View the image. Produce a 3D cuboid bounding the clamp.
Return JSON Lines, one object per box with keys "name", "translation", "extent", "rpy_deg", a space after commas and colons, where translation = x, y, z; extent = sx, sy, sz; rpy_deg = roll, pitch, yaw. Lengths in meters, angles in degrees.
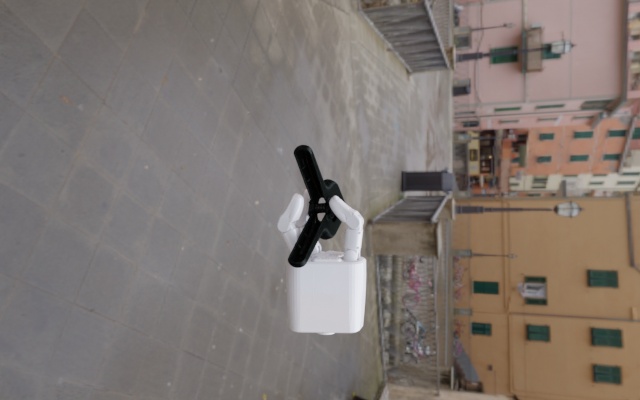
{"name": "clamp", "translation": [0.001, 0.003, 0.721], "extent": [0.036, 0.164, 0.210], "rpy_deg": [3, 5, 19]}
